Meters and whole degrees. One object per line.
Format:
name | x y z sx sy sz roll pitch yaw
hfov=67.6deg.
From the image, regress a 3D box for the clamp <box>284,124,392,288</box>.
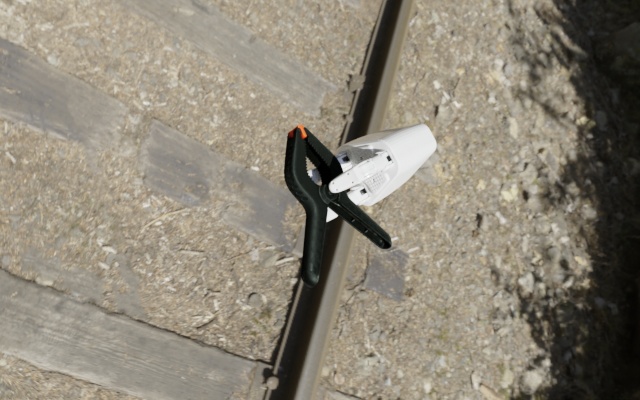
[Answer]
clamp | 0.000 0.001 0.633 0.164 0.210 0.036 -28 1 -43
